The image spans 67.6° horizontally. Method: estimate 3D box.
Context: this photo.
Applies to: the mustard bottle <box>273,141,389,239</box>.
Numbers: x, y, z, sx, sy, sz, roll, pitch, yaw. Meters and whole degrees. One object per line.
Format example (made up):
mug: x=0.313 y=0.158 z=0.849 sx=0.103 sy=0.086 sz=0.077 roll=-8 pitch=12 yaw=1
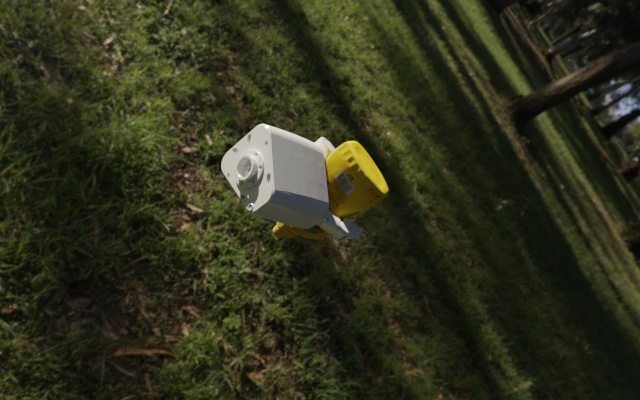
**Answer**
mustard bottle: x=0.000 y=0.002 z=0.708 sx=0.192 sy=0.096 sz=0.058 roll=-35 pitch=-6 yaw=26
